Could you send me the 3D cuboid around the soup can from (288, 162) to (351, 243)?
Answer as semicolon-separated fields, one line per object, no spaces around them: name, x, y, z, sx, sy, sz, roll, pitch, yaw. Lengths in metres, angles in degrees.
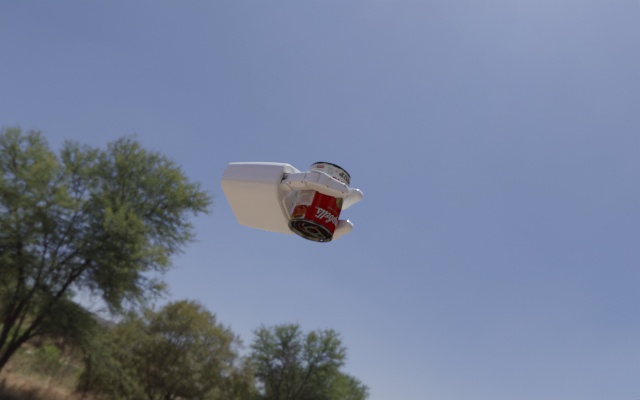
soup can;0.001;0.002;0.709;0.068;0.102;0.068;16;-26;8
